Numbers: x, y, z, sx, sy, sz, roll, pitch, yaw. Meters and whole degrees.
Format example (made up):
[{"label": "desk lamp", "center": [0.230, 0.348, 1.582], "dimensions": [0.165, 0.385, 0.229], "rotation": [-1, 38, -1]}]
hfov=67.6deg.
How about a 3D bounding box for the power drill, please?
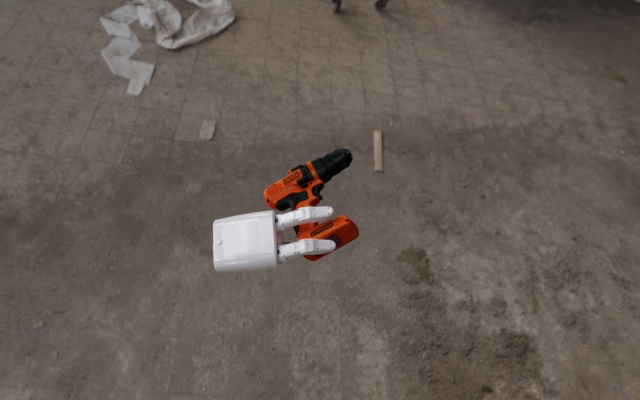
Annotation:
[{"label": "power drill", "center": [0.000, 0.003, 0.856], "dimensions": [0.184, 0.187, 0.057], "rotation": [-31, -43, 5]}]
